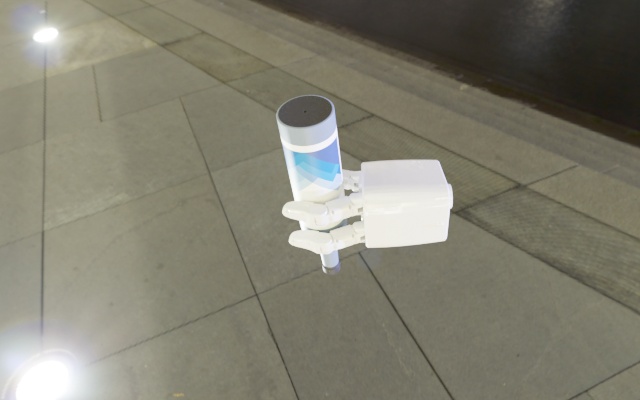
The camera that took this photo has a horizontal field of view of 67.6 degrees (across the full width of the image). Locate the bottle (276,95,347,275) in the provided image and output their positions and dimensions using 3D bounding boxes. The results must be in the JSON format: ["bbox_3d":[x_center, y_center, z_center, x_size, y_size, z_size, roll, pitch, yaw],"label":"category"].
[{"bbox_3d":[0.000,0.002,0.643,0.069,0.069,0.296,-5,-45,5],"label":"bottle"}]
